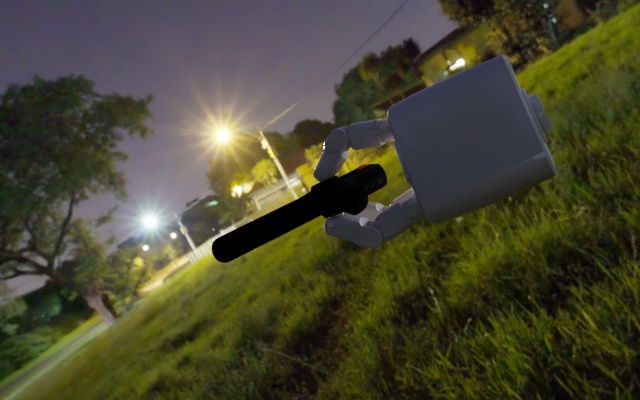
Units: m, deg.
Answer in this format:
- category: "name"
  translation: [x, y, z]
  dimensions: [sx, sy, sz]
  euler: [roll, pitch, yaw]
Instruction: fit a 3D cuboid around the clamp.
- category: "clamp"
  translation: [0.000, 0.001, 0.474]
  dimensions: [0.164, 0.036, 0.210]
  euler: [-22, 5, 26]
